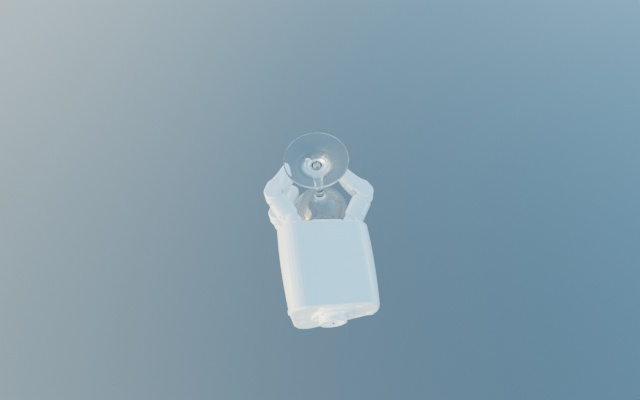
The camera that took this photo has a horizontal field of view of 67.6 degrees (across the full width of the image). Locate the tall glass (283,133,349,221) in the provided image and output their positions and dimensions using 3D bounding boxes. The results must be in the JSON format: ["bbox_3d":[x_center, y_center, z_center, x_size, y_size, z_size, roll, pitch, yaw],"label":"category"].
[{"bbox_3d":[0.000,0.002,0.621,0.079,0.079,0.201,0,-28,3],"label":"tall glass"}]
